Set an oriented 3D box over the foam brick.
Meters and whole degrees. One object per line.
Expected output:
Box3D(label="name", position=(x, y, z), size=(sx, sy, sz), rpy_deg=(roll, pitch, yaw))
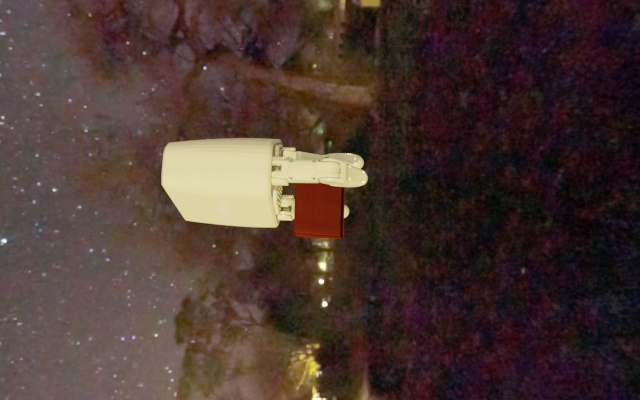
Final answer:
Box3D(label="foam brick", position=(0.000, 0.002, 0.510), size=(0.051, 0.078, 0.053), rpy_deg=(2, -8, 2))
